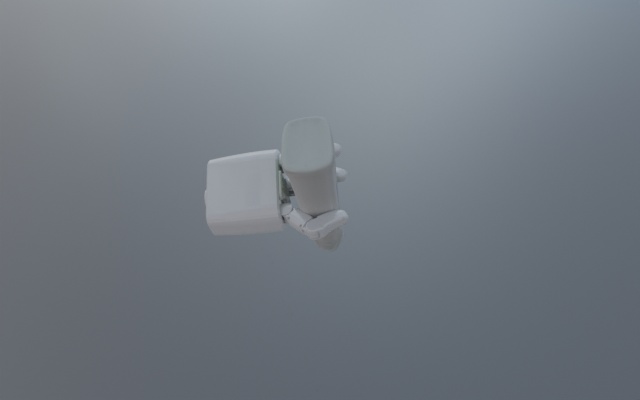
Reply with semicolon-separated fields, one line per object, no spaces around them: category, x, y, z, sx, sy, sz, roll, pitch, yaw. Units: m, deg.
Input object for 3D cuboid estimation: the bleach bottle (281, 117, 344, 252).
bleach bottle;0.000;0.002;0.696;0.068;0.102;0.251;-7;-39;5
